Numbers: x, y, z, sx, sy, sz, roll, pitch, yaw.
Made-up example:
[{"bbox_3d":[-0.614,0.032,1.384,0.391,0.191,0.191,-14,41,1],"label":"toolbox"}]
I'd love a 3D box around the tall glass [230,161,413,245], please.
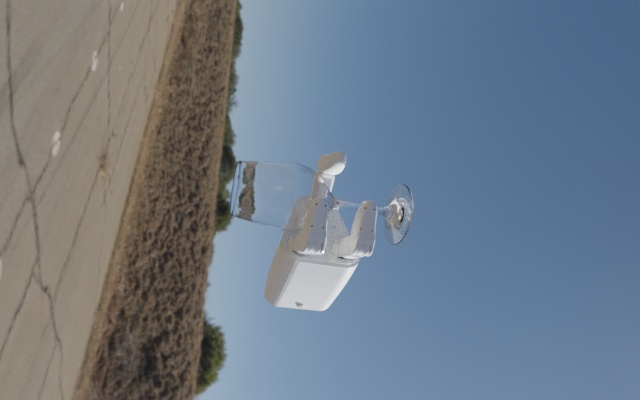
[{"bbox_3d":[0.001,0.002,0.551,0.201,0.079,0.079,10,-3,-16],"label":"tall glass"}]
